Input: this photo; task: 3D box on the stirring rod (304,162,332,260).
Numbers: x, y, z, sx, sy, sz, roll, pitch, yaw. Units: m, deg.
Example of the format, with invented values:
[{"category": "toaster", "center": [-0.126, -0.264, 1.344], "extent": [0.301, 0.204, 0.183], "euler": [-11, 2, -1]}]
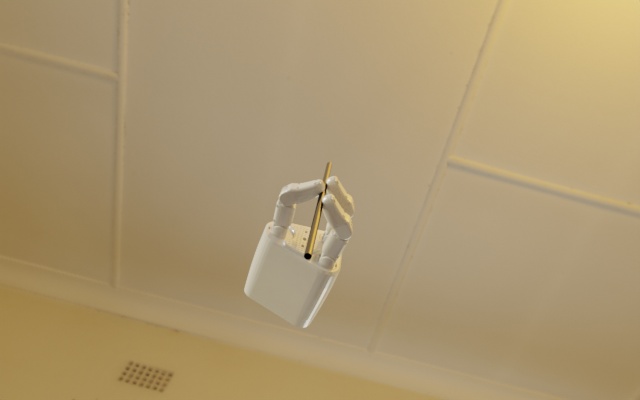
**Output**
[{"category": "stirring rod", "center": [0.000, 0.002, 0.578], "extent": [0.011, 0.011, 0.239], "euler": [0, 26, 7]}]
